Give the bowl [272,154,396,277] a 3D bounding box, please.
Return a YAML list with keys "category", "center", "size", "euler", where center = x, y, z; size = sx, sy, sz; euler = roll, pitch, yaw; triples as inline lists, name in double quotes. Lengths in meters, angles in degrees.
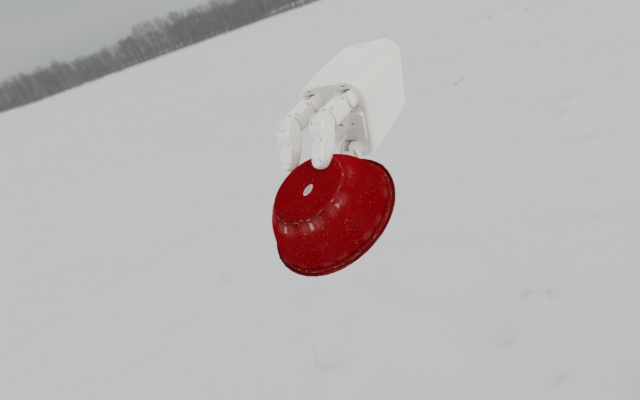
- category: "bowl"
  center: [0.000, 0.003, 0.535]
  size: [0.162, 0.162, 0.055]
  euler: [0, -34, 42]
